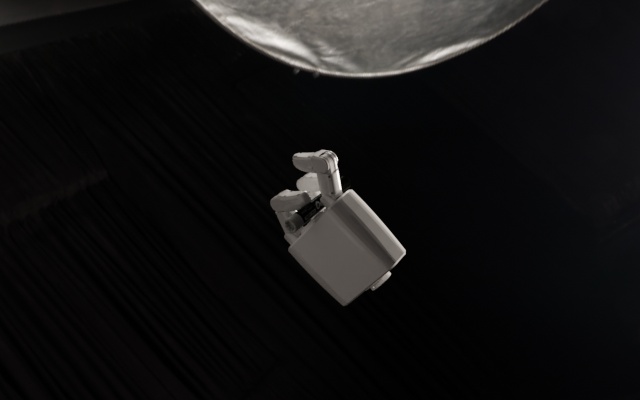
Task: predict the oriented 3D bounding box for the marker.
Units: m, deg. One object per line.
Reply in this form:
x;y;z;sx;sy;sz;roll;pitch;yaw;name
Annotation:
0.000;0.002;0.599;0.020;0.020;0.121;0;28;43;marker
